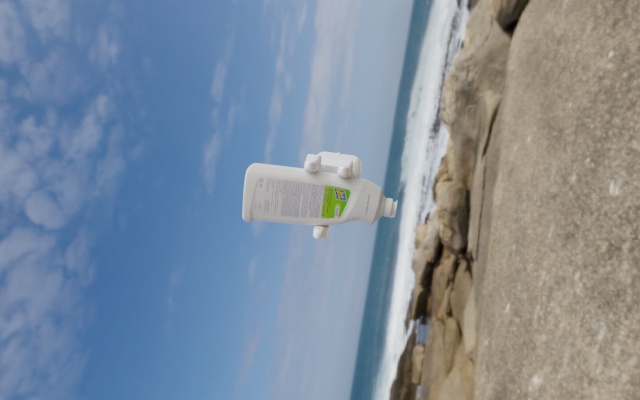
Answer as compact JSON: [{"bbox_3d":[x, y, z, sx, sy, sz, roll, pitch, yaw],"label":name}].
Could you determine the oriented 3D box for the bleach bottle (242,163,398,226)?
[{"bbox_3d":[0.000,0.003,0.800,0.251,0.102,0.068,9,19,6],"label":"bleach bottle"}]
